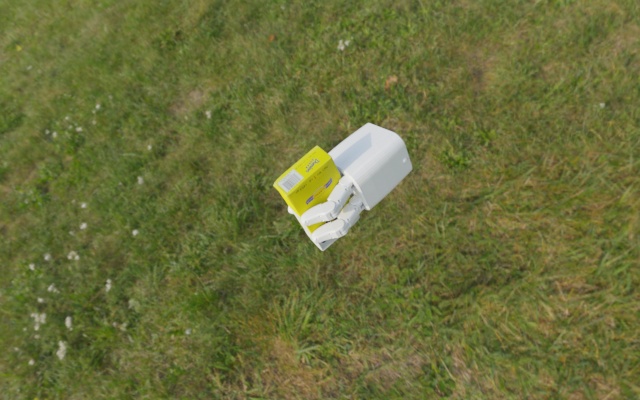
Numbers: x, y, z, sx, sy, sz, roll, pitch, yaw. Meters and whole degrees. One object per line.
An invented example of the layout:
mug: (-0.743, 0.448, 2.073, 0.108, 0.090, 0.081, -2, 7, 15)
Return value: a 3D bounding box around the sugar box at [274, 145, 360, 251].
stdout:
sugar box: (0.001, 0.003, 0.778, 0.048, 0.093, 0.176, 42, -10, 40)
